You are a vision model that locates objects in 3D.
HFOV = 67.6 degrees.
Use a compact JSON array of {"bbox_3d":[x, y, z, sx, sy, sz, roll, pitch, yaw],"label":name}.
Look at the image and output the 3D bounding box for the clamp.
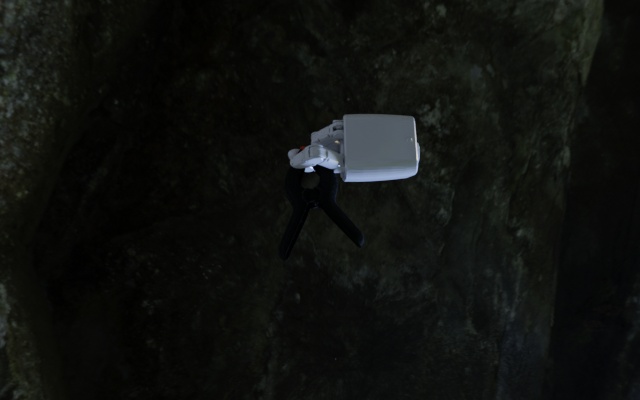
[{"bbox_3d":[0.000,0.002,0.689,0.120,0.171,0.039,0,-18,0],"label":"clamp"}]
